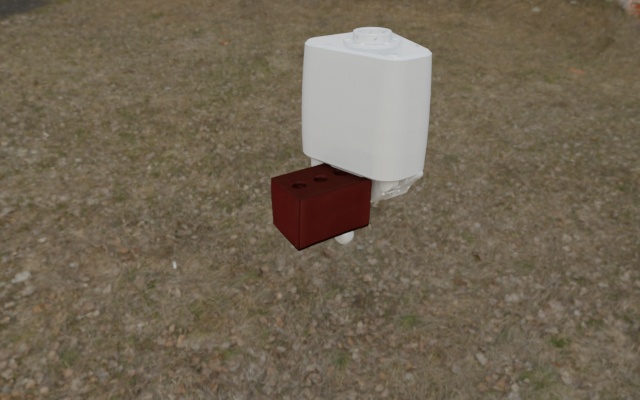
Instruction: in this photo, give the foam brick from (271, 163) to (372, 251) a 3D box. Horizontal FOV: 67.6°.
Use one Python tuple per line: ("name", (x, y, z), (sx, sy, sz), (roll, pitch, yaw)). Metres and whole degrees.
("foam brick", (0.000, 0.002, 0.435), (0.078, 0.051, 0.053), (-18, 35, -28))
